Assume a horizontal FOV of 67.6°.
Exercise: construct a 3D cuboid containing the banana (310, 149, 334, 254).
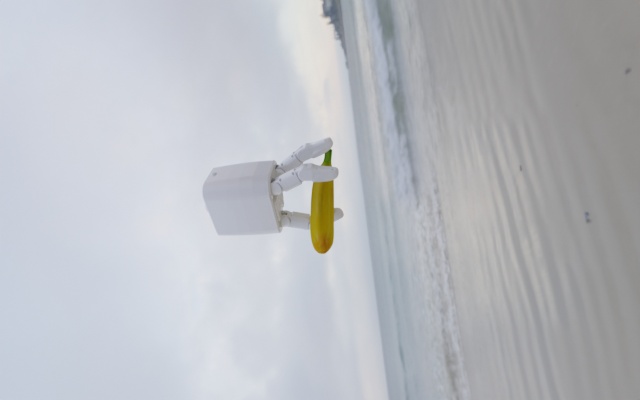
[{"bbox_3d":[0.002,0.012,0.725,0.037,0.197,0.070,-3,-40,4],"label":"banana"}]
